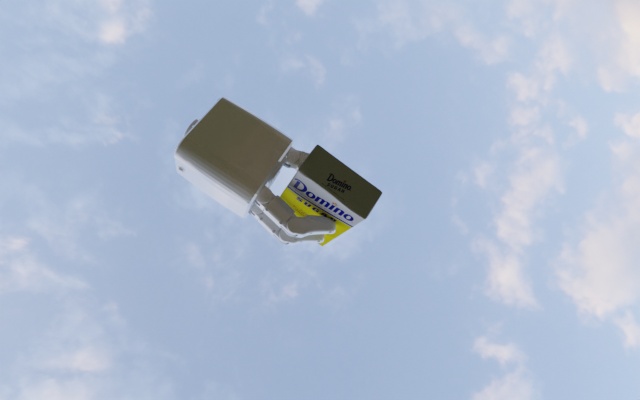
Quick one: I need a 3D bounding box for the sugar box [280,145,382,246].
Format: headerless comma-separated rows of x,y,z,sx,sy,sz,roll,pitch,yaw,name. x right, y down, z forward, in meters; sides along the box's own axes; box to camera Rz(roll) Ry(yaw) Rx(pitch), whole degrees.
0.000,0.002,0.594,0.093,0.048,0.176,36,-19,-3,sugar box
